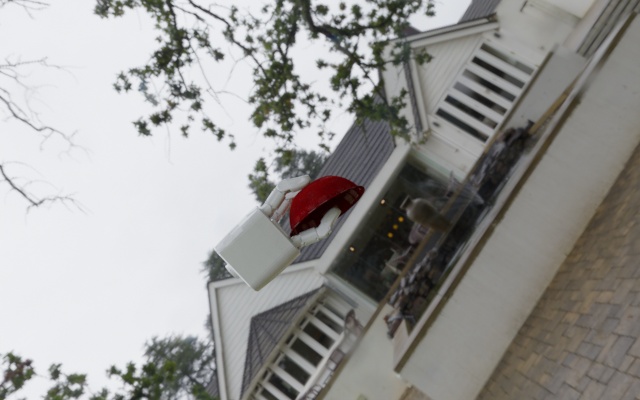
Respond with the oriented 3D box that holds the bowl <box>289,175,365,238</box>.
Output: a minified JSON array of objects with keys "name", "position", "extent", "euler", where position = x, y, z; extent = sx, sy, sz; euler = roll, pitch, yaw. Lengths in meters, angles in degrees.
[{"name":"bowl","position":[0.001,0.002,0.873],"extent":[0.162,0.055,0.162],"euler":[-31,-15,-9]}]
